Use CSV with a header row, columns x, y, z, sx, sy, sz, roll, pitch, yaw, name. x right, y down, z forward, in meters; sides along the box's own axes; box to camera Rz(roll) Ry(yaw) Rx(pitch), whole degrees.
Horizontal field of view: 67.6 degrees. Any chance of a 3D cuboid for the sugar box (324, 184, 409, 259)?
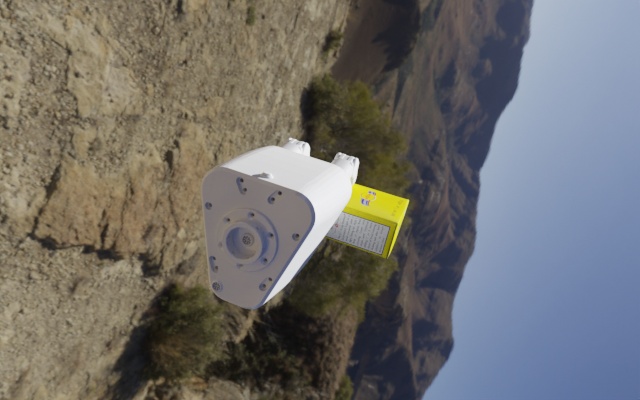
x,y,z,sx,sy,sz,roll,pitch,yaw,name
0.000,0.001,0.512,0.176,0.048,0.093,20,19,11,sugar box
